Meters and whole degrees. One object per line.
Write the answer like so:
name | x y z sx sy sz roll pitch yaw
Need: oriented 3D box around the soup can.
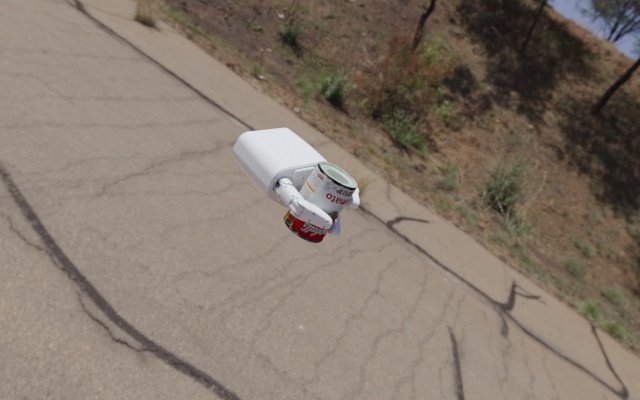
soup can | 0.000 0.002 0.700 0.068 0.102 0.068 29 21 -12
